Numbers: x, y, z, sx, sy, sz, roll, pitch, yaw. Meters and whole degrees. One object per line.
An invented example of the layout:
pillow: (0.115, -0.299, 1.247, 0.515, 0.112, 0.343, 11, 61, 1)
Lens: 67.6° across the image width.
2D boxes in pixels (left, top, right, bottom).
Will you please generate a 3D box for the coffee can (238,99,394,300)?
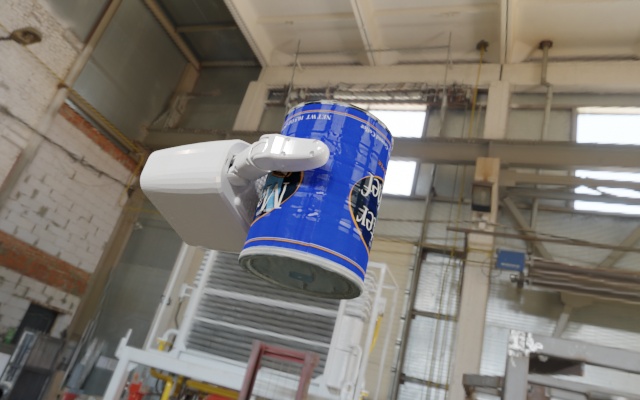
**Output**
coffee can: (0.000, 0.001, 0.409, 0.103, 0.140, 0.103, 13, -24, 6)
